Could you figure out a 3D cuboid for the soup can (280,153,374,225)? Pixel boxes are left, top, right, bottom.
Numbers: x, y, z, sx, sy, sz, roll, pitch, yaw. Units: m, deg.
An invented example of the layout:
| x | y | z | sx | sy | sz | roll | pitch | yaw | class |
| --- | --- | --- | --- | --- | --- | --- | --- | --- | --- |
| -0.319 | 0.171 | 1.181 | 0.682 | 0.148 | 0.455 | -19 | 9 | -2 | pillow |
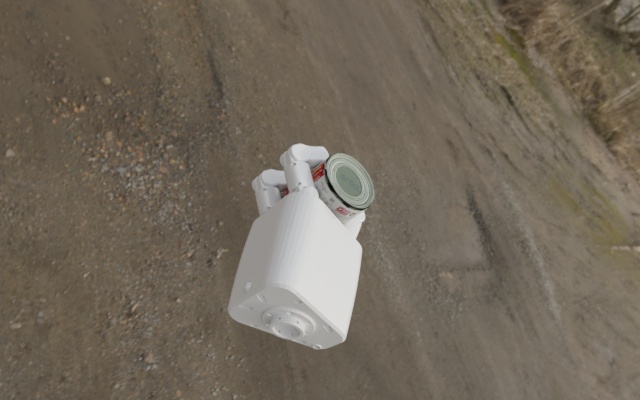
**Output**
| x | y | z | sx | sy | sz | roll | pitch | yaw | class |
| --- | --- | --- | --- | --- | --- | --- | --- | --- | --- |
| 0.000 | 0.001 | 0.521 | 0.068 | 0.068 | 0.102 | 0 | -27 | -44 | soup can |
